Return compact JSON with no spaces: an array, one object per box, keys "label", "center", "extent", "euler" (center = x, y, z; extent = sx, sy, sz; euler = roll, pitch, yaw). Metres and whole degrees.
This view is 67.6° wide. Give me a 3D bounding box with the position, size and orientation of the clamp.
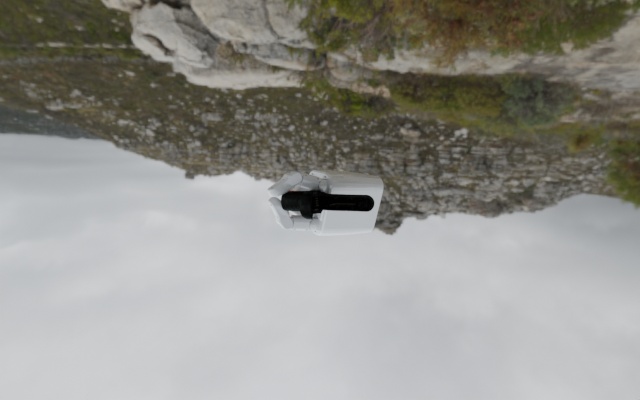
[{"label":"clamp","center":[0.000,0.003,0.742],"extent":[0.120,0.039,0.171],"euler":[1,8,-24]}]
